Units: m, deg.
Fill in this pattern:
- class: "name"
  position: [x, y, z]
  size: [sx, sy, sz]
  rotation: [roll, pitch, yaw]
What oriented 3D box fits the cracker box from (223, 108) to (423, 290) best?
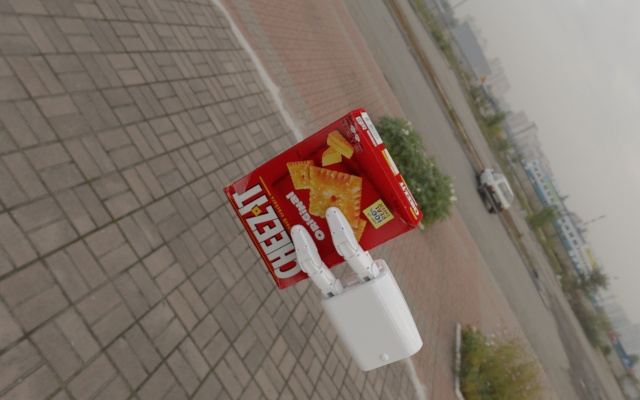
- class: "cracker box"
  position: [0.000, 0.002, 0.634]
  size: [0.214, 0.164, 0.072]
  rotation: [-28, 3, 23]
